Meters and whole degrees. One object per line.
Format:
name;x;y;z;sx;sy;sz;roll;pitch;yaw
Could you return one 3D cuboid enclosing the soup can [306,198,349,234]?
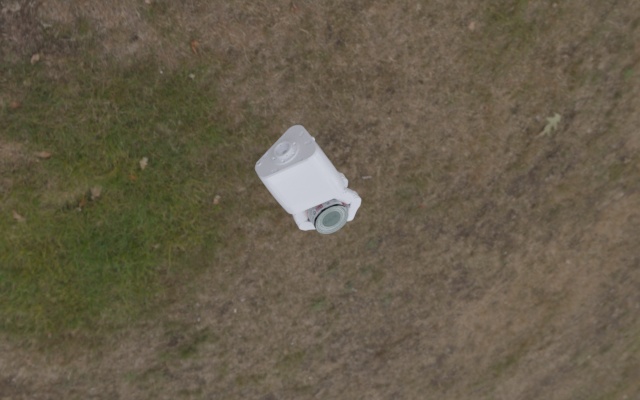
soup can;0.000;0.003;0.866;0.068;0.068;0.102;0;38;-31
